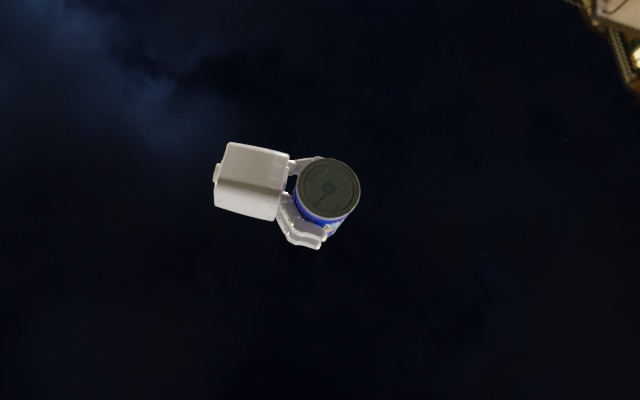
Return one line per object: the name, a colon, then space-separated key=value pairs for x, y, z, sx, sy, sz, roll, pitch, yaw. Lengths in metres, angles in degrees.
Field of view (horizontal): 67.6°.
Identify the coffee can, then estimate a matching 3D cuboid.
coffee can: x=0.000 y=0.003 z=0.817 sx=0.103 sy=0.102 sz=0.140 roll=0 pitch=-19 yaw=-12
